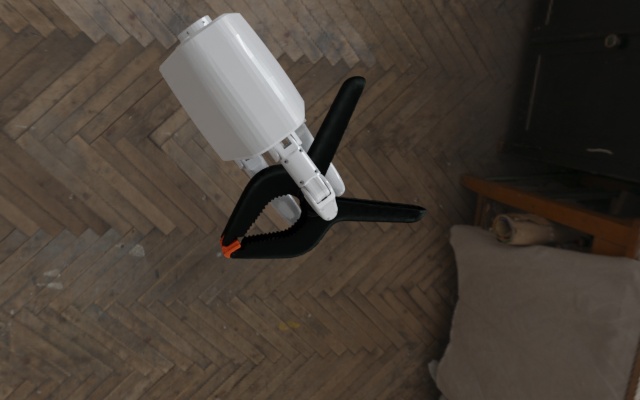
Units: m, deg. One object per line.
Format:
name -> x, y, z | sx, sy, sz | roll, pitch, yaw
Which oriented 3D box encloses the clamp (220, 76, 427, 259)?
clamp -> 0.000, 0.002, 0.476 | 0.210, 0.164, 0.036 | -38, 17, -6
